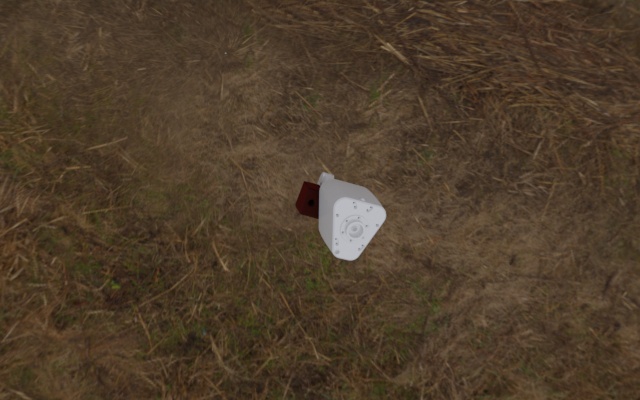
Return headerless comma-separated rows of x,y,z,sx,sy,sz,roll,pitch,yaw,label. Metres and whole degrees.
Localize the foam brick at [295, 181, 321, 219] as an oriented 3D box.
0.000,0.003,0.891,0.078,0.053,0.051,15,15,-15,foam brick
